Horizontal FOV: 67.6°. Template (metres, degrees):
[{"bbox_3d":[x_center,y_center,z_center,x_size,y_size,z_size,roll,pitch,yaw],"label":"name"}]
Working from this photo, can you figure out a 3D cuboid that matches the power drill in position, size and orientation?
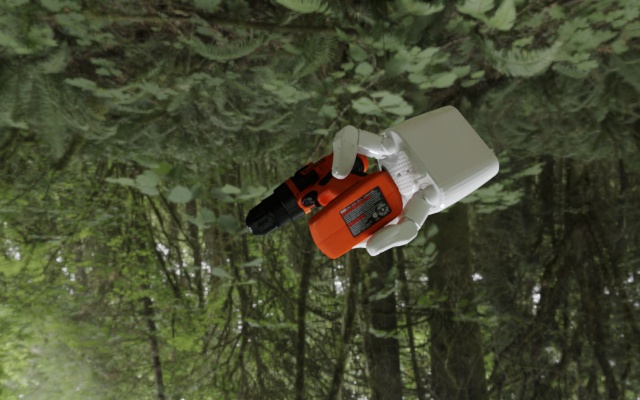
[{"bbox_3d":[0.000,0.002,0.571,0.184,0.057,0.187,-36,23,-6],"label":"power drill"}]
